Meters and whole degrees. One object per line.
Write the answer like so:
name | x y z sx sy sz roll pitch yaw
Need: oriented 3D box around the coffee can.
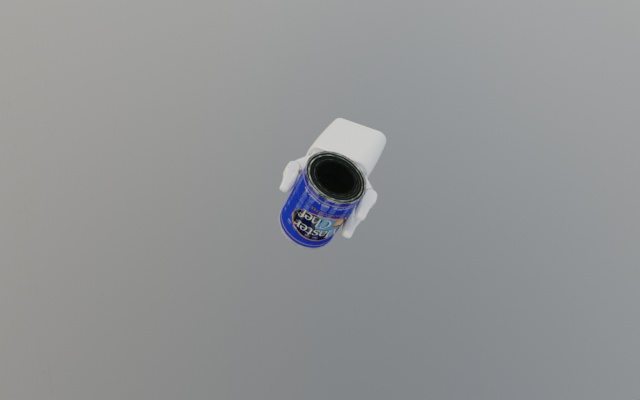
coffee can | 0.000 0.003 0.785 0.103 0.102 0.140 0 -35 -26
